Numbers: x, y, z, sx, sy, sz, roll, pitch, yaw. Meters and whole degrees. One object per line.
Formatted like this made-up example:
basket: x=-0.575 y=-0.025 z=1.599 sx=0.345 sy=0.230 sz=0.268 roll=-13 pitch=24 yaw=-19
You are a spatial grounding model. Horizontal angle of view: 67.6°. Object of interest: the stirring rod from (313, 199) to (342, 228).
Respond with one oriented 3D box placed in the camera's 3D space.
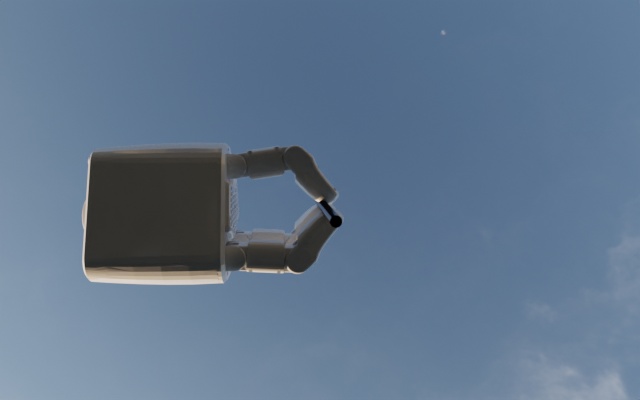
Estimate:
stirring rod: x=0.000 y=0.001 z=0.422 sx=0.011 sy=0.011 sz=0.239 roll=0 pitch=6 yaw=-5
